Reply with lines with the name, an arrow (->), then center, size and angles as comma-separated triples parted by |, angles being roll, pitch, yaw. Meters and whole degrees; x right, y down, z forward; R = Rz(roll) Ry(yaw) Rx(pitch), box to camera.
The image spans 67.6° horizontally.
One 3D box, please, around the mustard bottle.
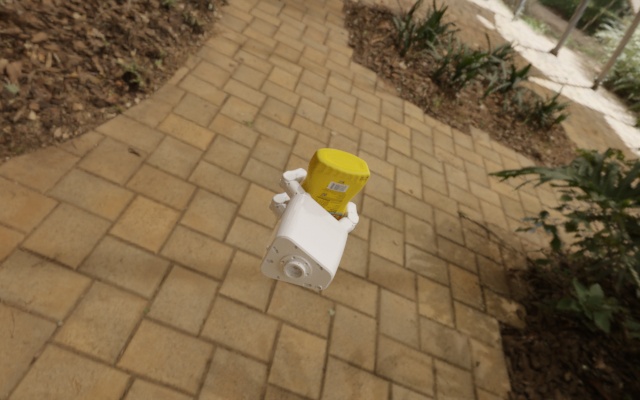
mustard bottle -> 0.000, 0.002, 0.815 | 0.096, 0.058, 0.192 | 12, -49, -23
